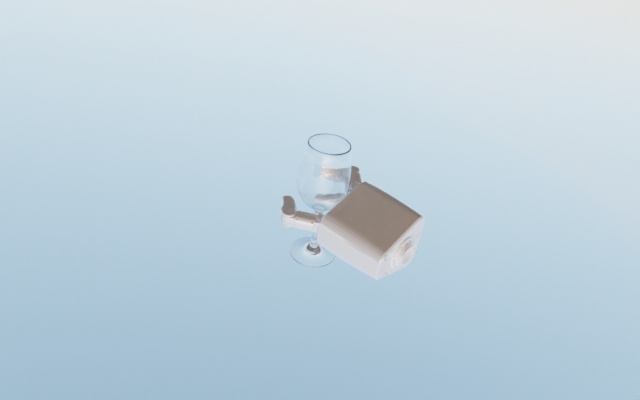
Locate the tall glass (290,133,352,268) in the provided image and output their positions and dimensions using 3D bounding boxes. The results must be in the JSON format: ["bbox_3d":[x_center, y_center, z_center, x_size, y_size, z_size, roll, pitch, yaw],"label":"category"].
[{"bbox_3d":[0.000,0.003,0.718,0.079,0.201,0.079,6,34,-4],"label":"tall glass"}]
